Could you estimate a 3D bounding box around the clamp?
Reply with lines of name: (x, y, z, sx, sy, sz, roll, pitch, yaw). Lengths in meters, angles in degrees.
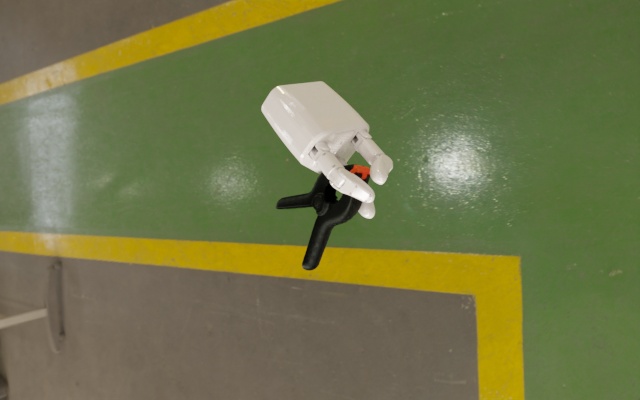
clamp: (0.000, 0.002, 0.668, 0.039, 0.120, 0.171, -1, -44, -52)
